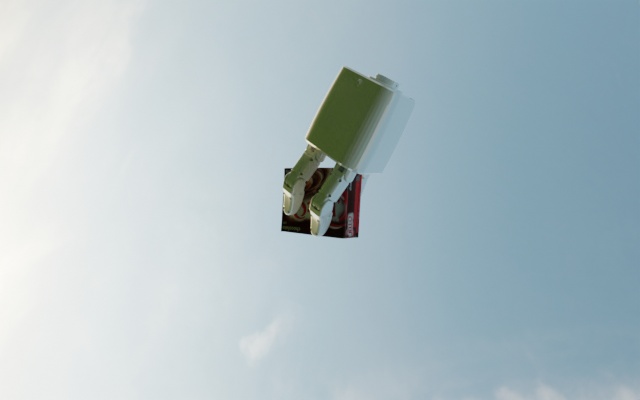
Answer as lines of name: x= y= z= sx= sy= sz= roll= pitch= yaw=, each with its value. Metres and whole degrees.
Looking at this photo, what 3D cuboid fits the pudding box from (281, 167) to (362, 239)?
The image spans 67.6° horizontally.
pudding box: x=0.000 y=0.002 z=0.642 sx=0.113 sy=0.090 sz=0.039 roll=3 pitch=-1 yaw=40
